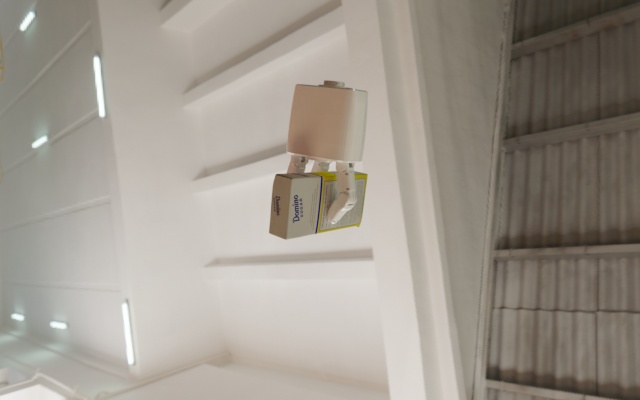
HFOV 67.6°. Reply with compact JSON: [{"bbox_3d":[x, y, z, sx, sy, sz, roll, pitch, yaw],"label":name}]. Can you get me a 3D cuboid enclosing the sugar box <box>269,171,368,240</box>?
[{"bbox_3d":[0.000,0.002,0.747,0.176,0.093,0.048,-4,15,-45],"label":"sugar box"}]
